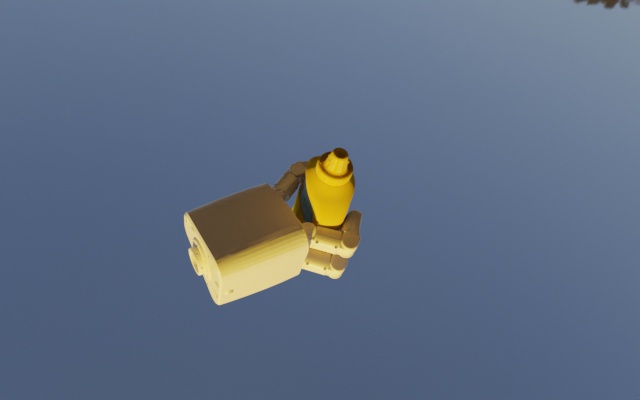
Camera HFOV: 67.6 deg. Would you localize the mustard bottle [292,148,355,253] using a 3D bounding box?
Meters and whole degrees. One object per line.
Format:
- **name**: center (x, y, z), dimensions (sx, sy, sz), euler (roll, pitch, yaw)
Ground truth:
- **mustard bottle**: center (0.000, 0.002, 0.585), dimensions (0.058, 0.096, 0.192), euler (3, -34, -12)
